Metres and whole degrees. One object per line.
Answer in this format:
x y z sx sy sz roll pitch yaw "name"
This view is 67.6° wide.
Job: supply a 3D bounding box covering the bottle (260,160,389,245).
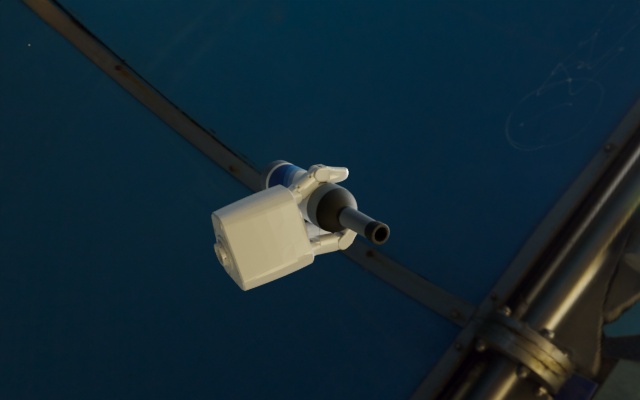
0.000 0.002 0.703 0.069 0.069 0.295 0 16 -31 "bottle"
